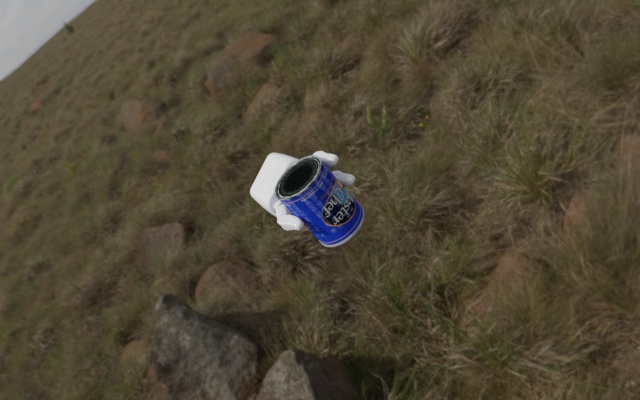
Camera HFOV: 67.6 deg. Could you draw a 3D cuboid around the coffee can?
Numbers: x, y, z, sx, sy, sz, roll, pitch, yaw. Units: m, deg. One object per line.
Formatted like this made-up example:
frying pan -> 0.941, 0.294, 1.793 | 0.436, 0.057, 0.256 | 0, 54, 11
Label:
coffee can -> 0.000, 0.003, 0.863 | 0.103, 0.102, 0.140 | 0, -39, 48
